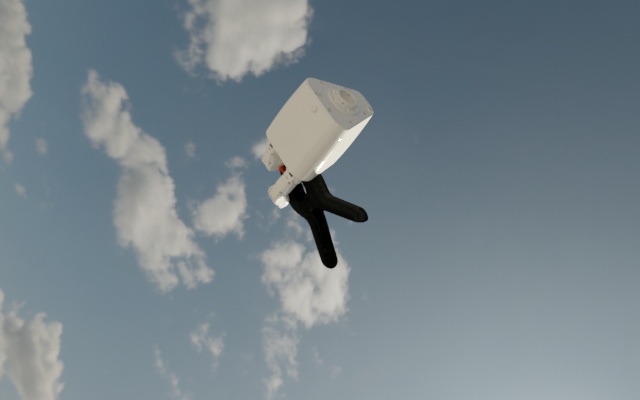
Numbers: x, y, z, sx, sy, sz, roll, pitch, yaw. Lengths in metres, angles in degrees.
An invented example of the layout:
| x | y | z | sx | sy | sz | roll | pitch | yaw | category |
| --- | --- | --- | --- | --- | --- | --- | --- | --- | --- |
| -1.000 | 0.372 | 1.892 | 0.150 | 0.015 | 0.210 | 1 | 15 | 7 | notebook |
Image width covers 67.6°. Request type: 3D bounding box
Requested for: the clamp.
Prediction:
| x | y | z | sx | sy | sz | roll | pitch | yaw | category |
| --- | --- | --- | --- | --- | --- | --- | --- | --- | --- |
| 0.000 | 0.002 | 0.695 | 0.039 | 0.171 | 0.120 | -15 | -25 | -47 | clamp |
